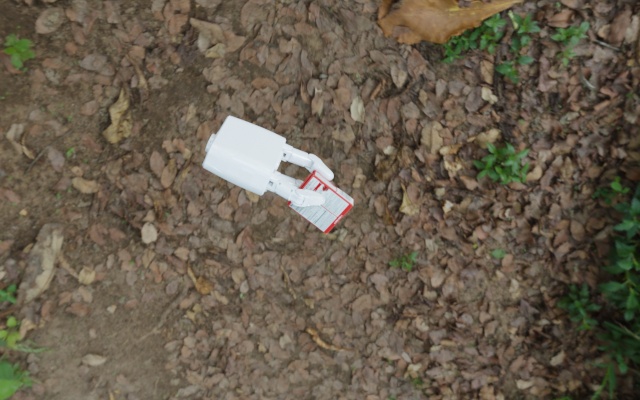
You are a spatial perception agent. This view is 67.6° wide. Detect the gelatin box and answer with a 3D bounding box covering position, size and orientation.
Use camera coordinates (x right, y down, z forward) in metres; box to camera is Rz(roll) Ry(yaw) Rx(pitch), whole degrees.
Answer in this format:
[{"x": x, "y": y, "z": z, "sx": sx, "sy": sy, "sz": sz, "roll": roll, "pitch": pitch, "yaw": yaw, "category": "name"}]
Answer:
[{"x": 0.000, "y": 0.003, "z": 0.813, "sx": 0.089, "sy": 0.073, "sz": 0.030, "roll": 37, "pitch": 21, "yaw": -10, "category": "gelatin box"}]
